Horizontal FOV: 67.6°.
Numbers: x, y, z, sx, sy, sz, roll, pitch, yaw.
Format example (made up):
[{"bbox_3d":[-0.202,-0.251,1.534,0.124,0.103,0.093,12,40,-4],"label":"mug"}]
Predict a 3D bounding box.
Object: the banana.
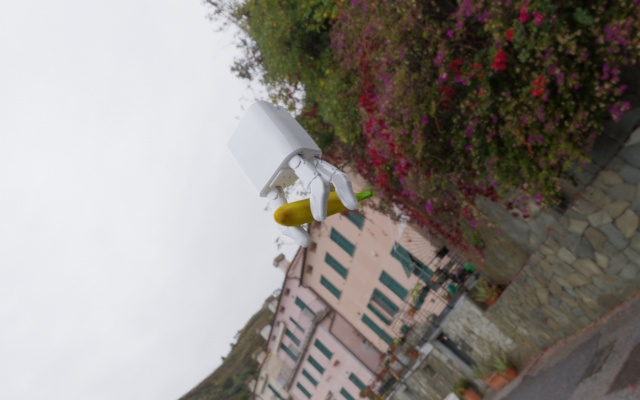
[{"bbox_3d":[-0.008,0.009,0.731,0.198,0.037,0.070,-16,-14,-42],"label":"banana"}]
